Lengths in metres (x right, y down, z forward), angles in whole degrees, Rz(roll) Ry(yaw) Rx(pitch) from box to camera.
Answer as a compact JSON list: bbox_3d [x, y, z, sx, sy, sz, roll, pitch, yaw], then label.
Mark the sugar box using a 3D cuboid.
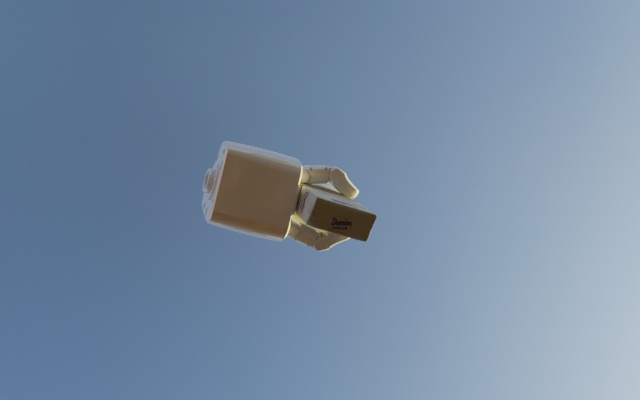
[{"bbox_3d":[0.000,0.003,0.687,0.093,0.048,0.176,17,12,-23],"label":"sugar box"}]
